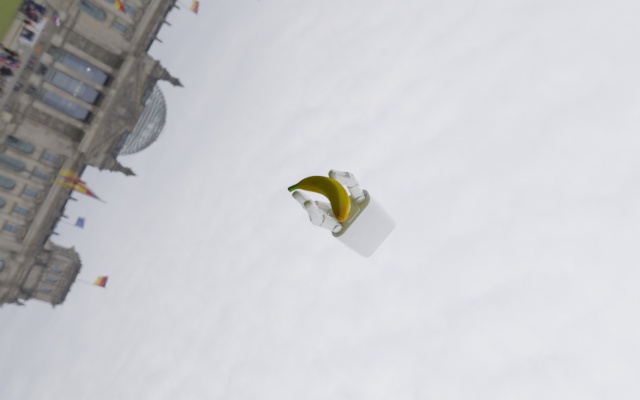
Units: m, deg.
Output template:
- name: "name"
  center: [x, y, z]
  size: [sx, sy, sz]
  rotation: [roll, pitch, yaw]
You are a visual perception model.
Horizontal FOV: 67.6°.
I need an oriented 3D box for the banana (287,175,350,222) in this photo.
- name: "banana"
  center: [0.011, -0.011, 0.904]
  size: [0.037, 0.069, 0.197]
  rotation: [49, -12, -33]
